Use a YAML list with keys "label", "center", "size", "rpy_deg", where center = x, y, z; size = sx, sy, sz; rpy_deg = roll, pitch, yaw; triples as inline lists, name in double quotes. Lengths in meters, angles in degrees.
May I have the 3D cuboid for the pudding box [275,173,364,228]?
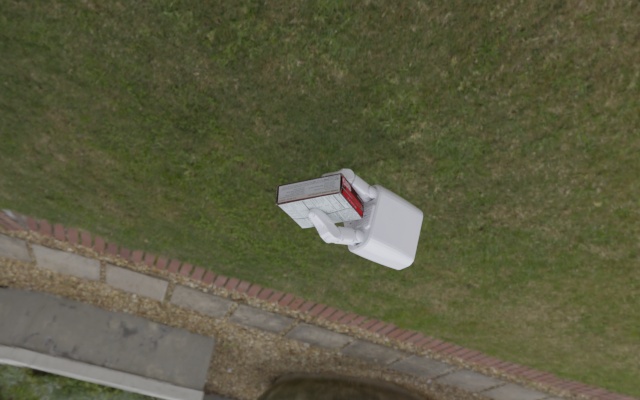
- label: "pudding box"
  center: [0.000, 0.003, 0.744]
  size: [0.113, 0.039, 0.090]
  rpy_deg: [-12, -33, 22]
